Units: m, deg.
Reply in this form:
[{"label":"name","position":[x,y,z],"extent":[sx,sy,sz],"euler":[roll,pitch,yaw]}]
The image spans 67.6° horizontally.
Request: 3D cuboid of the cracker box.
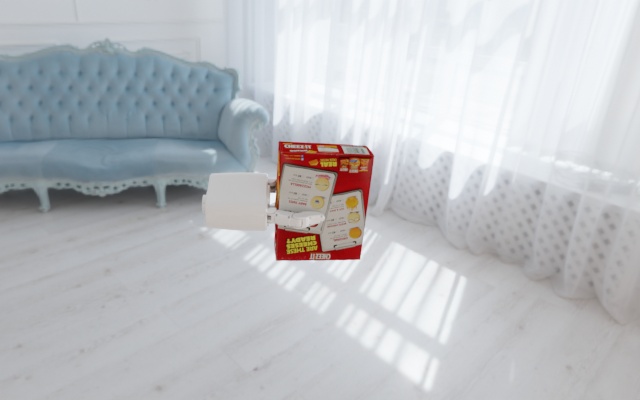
[{"label":"cracker box","position":[0.000,0.003,0.876],"extent":[0.164,0.214,0.072],"euler":[1,26,-9]}]
